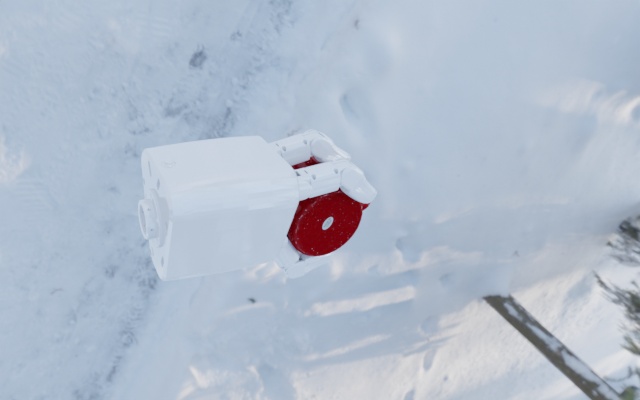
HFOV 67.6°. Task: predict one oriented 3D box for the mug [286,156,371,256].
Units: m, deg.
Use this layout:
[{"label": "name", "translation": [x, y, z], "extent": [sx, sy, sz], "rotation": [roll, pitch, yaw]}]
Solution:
[{"label": "mug", "translation": [0.001, 0.002, 0.500], "extent": [0.117, 0.093, 0.081], "rotation": [-10, 37, -29]}]
